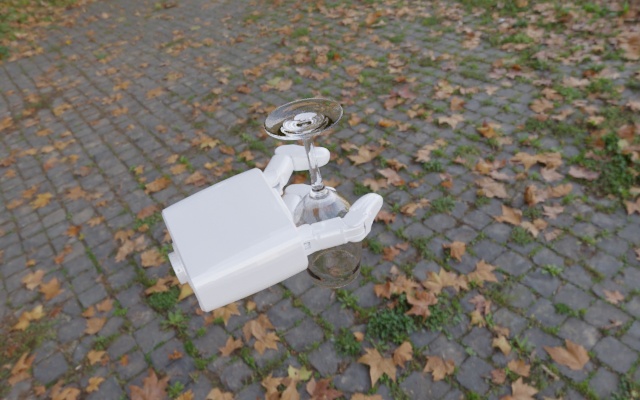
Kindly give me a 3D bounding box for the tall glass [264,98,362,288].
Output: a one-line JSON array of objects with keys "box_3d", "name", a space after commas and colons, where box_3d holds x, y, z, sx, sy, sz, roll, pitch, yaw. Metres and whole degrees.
[{"box_3d": [0.000, 0.001, 0.497, 0.079, 0.201, 0.079, -8, 37, 6], "name": "tall glass"}]
